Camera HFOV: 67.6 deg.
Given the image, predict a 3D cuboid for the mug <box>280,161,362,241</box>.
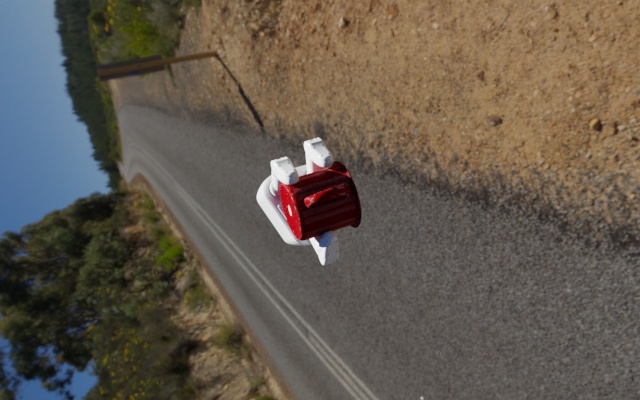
[{"bbox_3d":[0.000,0.002,0.614,0.081,0.093,0.117,-18,-3,-16],"label":"mug"}]
